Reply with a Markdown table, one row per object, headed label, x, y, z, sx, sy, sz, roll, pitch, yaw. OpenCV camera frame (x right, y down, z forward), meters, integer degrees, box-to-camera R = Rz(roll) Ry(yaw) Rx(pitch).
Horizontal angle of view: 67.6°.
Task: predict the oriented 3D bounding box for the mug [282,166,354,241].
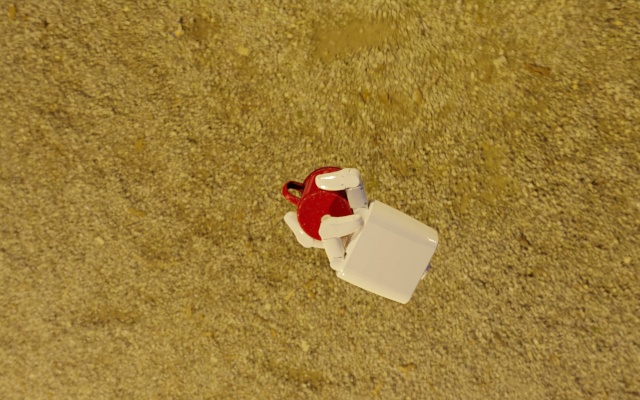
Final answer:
| label | x | y | z | sx | sy | sz | roll | pitch | yaw |
| --- | --- | --- | --- | --- | --- | --- | --- | --- | --- |
| mug | -0.001 | 0.002 | 0.691 | 0.117 | 0.093 | 0.081 | 24 | 25 | -3 |
